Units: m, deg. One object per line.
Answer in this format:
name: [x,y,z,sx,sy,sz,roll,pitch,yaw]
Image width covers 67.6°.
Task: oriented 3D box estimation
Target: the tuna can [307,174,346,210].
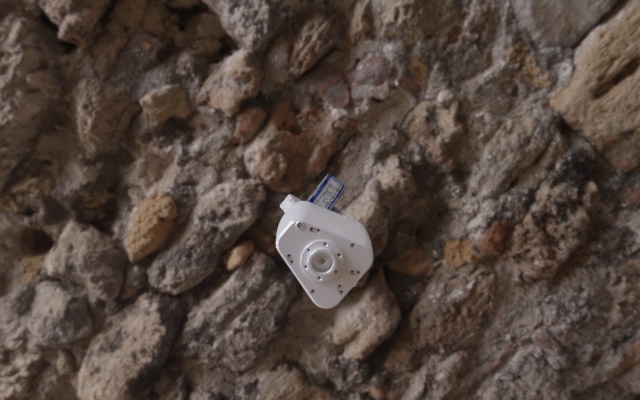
tuna can: [0.000,0.002,0.718,0.034,0.086,0.086,37,-2,-3]
